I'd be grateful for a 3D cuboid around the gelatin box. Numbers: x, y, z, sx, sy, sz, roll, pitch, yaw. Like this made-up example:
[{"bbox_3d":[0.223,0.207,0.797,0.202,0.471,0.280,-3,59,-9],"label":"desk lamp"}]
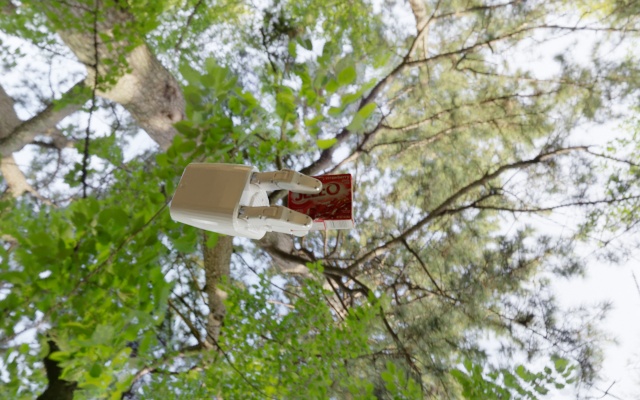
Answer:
[{"bbox_3d":[0.001,0.002,0.653,0.089,0.073,0.030,-3,-30,7],"label":"gelatin box"}]
